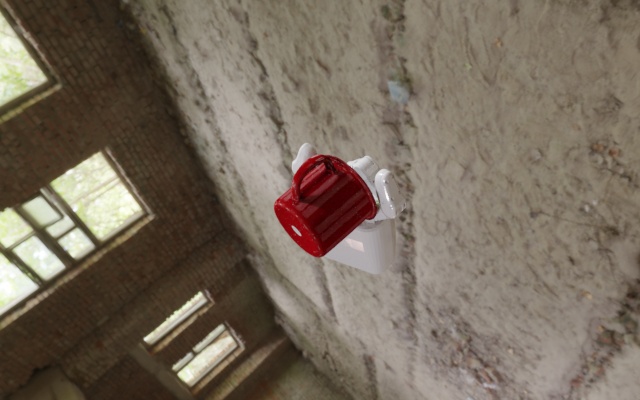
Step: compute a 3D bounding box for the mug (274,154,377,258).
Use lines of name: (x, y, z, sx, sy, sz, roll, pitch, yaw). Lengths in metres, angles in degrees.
mug: (0.000, 0.001, 0.526, 0.081, 0.117, 0.093, -40, 52, -20)
